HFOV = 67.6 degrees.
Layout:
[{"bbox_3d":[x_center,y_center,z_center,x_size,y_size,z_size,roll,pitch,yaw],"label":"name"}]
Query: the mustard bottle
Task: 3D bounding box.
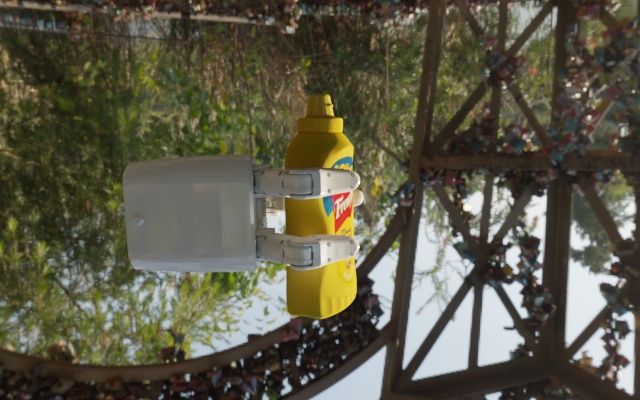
[{"bbox_3d":[0.000,0.002,0.435,0.058,0.191,0.096,2,8,23],"label":"mustard bottle"}]
